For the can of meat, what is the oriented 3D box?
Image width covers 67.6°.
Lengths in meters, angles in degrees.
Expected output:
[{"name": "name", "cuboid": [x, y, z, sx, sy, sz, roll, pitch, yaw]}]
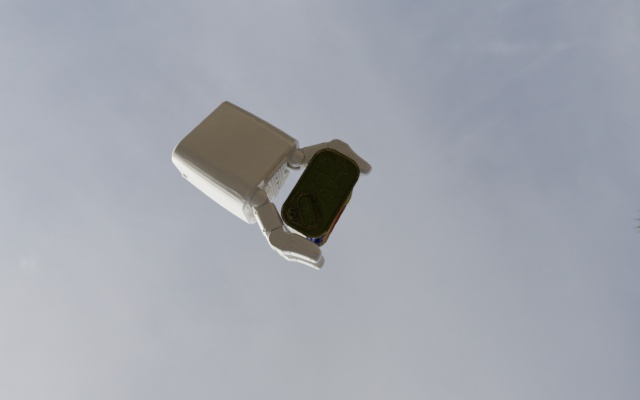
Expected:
[{"name": "can of meat", "cuboid": [0.000, 0.002, 0.561, 0.057, 0.102, 0.084, 29, -14, 8]}]
